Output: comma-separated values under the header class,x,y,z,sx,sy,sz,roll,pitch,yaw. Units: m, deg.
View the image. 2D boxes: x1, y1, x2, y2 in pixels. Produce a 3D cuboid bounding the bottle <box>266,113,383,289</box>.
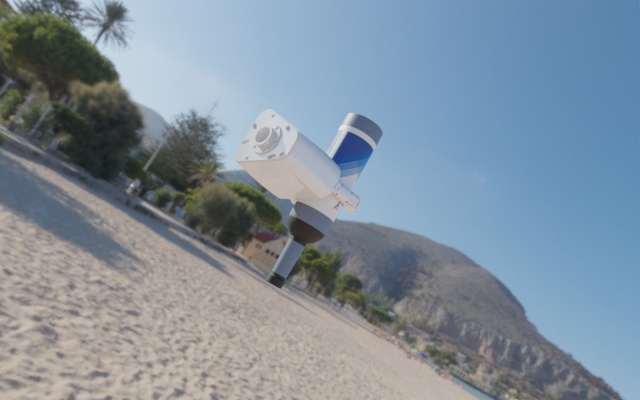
class,x,y,z,sx,sy,sz,roll,pitch,yaw
bottle,0.000,0.002,0.752,0.069,0.295,0.069,29,-10,6
